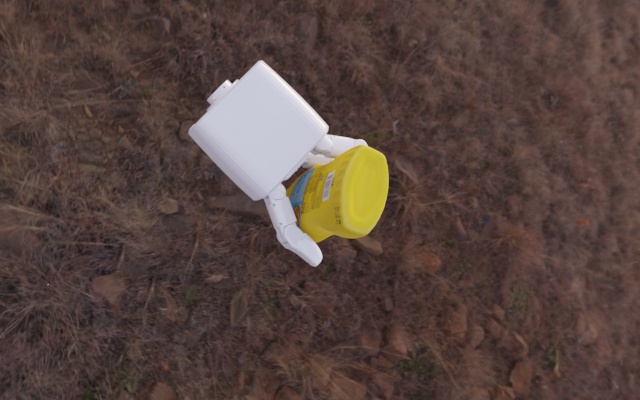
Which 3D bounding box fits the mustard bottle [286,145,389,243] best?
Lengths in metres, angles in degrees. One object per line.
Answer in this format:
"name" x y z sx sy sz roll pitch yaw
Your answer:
"mustard bottle" 0.000 0.002 0.566 0.058 0.096 0.191 20 -18 -25
